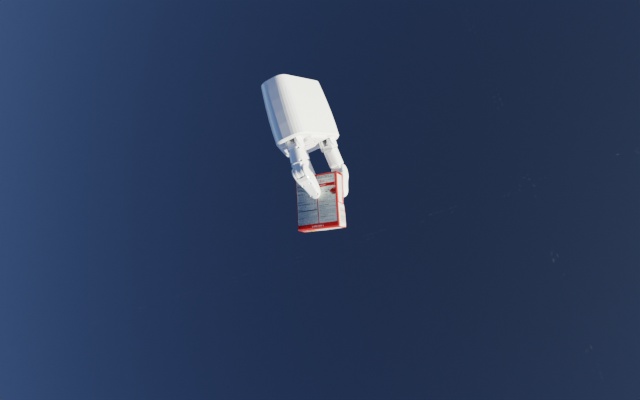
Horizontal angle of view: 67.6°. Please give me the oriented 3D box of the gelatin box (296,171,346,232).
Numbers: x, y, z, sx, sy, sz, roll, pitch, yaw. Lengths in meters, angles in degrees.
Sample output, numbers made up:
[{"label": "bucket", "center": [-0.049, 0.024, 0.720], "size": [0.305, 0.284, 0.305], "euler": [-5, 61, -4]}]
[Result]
[{"label": "gelatin box", "center": [0.000, 0.003, 0.758], "size": [0.073, 0.089, 0.030], "euler": [-8, -12, 25]}]
